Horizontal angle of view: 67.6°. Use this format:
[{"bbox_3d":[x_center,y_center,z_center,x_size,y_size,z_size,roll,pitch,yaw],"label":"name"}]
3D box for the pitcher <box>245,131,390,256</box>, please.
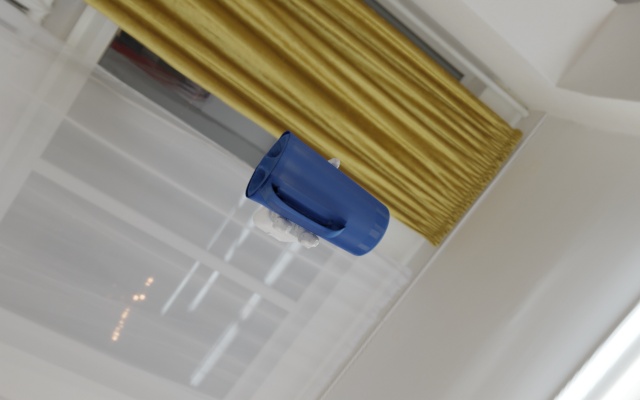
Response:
[{"bbox_3d":[0.000,0.003,0.830,0.243,0.149,0.145,33,-20,-18],"label":"pitcher"}]
